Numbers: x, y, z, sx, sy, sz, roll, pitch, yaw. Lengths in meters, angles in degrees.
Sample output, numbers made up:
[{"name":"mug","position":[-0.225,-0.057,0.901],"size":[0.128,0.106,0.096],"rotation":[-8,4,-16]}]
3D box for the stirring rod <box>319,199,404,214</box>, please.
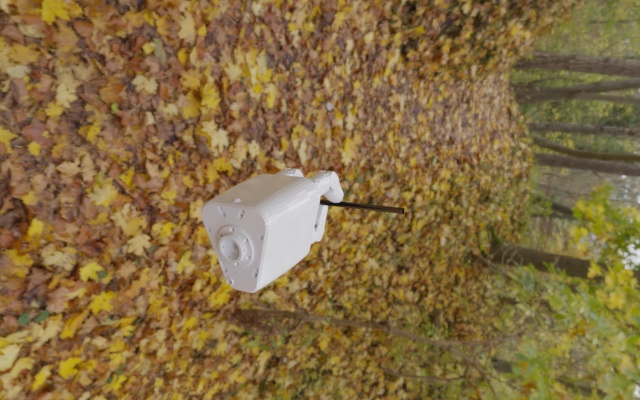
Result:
[{"name":"stirring rod","position":[0.000,0.002,0.663],"size":[0.239,0.011,0.011],"rotation":[6,3,29]}]
